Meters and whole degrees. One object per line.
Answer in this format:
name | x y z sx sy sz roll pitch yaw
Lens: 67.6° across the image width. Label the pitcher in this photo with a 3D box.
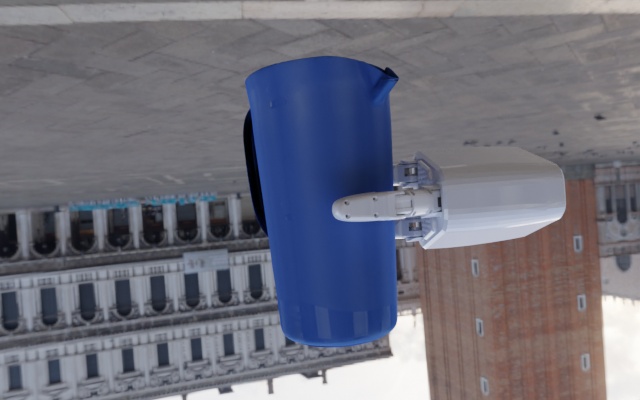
pitcher | 0.000 0.001 0.447 0.145 0.243 0.149 -5 0 -3
